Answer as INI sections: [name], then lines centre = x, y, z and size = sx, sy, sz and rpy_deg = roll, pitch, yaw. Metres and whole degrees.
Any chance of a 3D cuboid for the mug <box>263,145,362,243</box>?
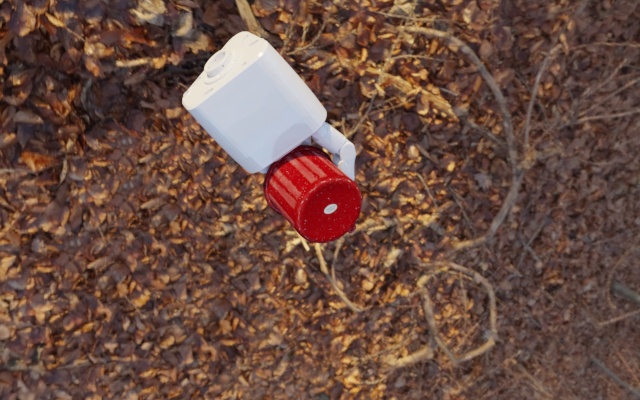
[mug]
centre = 0.001, 0.003, 0.541
size = 0.117, 0.093, 0.081
rpy_deg = 44, 0, -38
